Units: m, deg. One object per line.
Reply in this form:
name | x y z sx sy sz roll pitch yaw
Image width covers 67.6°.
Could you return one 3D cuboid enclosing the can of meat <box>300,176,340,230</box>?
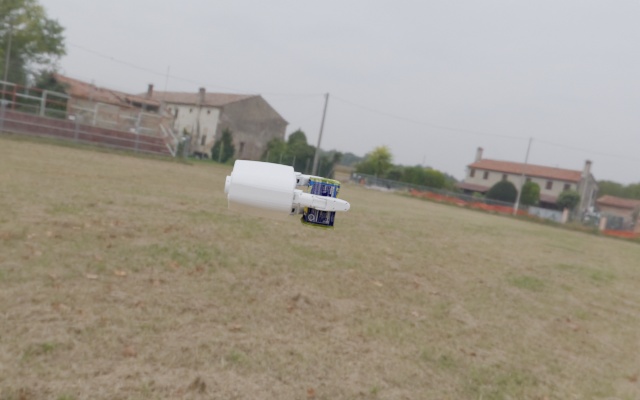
can of meat | 0.000 0.002 0.852 0.057 0.084 0.102 9 4 -6
